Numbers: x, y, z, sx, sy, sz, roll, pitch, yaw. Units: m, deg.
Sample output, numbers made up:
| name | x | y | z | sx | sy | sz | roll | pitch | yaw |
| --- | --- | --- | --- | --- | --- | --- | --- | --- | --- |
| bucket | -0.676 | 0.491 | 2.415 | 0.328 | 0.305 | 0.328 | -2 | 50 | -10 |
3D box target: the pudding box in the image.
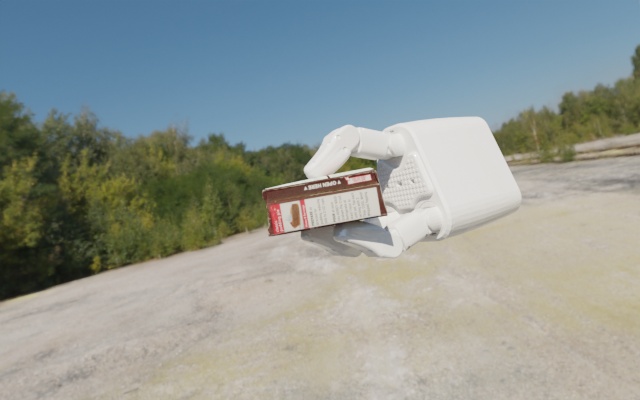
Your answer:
| name | x | y | z | sx | sy | sz | roll | pitch | yaw |
| --- | --- | --- | --- | --- | --- | --- | --- | --- | --- |
| pudding box | 0.000 | 0.001 | 0.400 | 0.090 | 0.039 | 0.113 | -11 | 0 | -3 |
